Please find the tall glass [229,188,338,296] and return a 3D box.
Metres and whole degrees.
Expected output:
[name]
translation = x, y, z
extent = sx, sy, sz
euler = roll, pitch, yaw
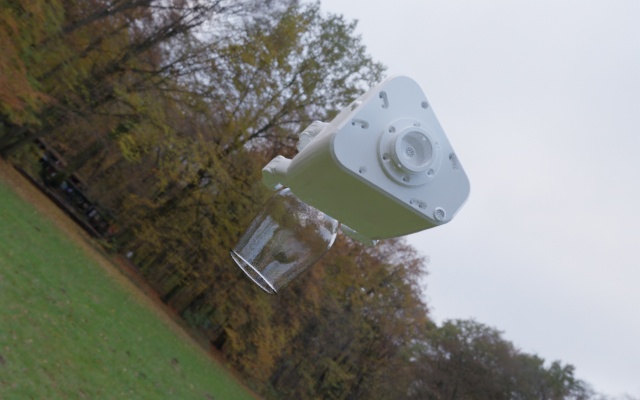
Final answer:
[tall glass]
translation = 0.001, 0.001, 0.485
extent = 0.201, 0.079, 0.079
euler = -46, 18, -19
